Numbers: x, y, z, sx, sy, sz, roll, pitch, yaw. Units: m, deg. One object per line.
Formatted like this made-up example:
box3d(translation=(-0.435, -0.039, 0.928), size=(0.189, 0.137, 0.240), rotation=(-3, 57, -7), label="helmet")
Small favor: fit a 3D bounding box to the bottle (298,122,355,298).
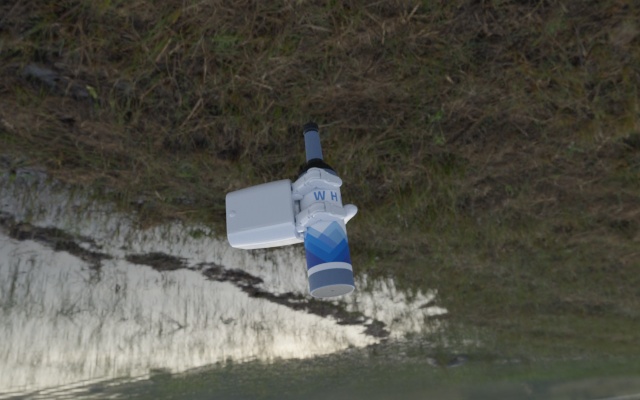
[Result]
box3d(translation=(0.000, 0.003, 0.764), size=(0.069, 0.295, 0.069), rotation=(-6, -26, -3), label="bottle")
